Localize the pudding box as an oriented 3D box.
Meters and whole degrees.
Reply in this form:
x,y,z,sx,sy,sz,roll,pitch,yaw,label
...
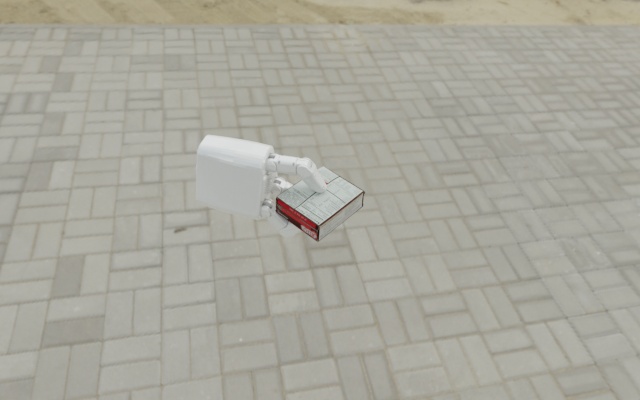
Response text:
x,y,z,sx,sy,sz,roll,pitch,yaw,label
0.000,0.002,0.737,0.090,0.039,0.113,34,52,26,pudding box
